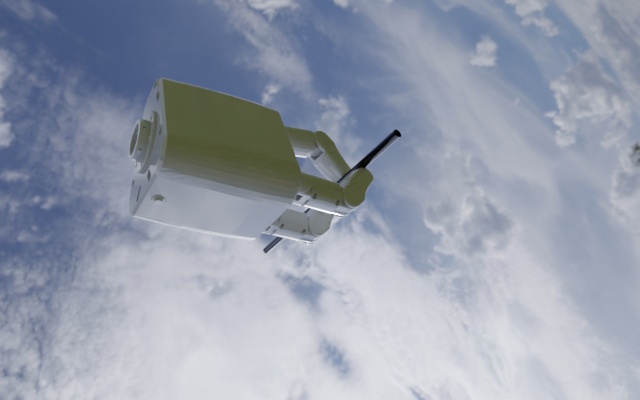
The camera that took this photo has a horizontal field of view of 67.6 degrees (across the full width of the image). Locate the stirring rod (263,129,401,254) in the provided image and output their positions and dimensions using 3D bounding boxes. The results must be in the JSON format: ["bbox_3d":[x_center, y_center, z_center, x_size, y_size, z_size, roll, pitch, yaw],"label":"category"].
[{"bbox_3d":[0.000,0.001,0.484,0.011,0.011,0.240,0,-29,-38],"label":"stirring rod"}]
